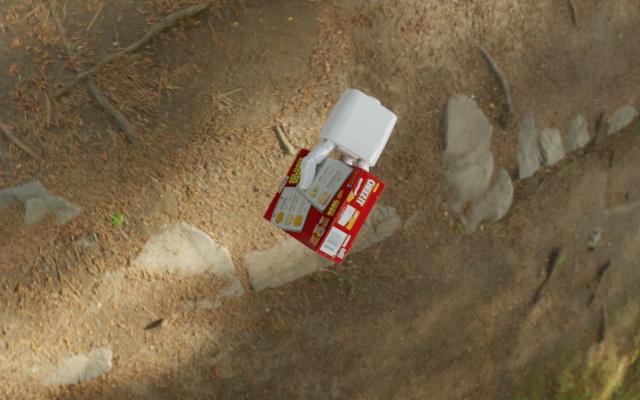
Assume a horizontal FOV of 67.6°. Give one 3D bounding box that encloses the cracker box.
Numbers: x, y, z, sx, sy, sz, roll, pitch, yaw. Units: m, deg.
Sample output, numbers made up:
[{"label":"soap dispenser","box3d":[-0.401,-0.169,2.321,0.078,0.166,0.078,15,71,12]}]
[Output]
[{"label":"cracker box","box3d":[0.000,0.003,0.894,0.072,0.164,0.213,31,-3,-35]}]
